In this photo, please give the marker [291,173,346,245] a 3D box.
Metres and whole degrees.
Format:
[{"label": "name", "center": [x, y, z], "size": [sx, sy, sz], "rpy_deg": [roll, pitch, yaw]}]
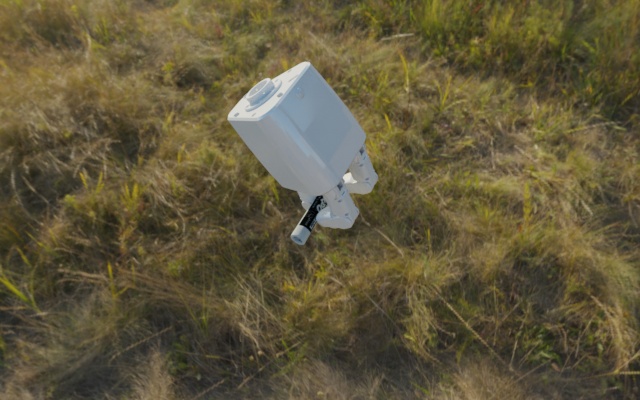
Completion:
[{"label": "marker", "center": [0.000, 0.002, 0.589], "size": [0.020, 0.121, 0.020], "rpy_deg": [23, -31, 15]}]
